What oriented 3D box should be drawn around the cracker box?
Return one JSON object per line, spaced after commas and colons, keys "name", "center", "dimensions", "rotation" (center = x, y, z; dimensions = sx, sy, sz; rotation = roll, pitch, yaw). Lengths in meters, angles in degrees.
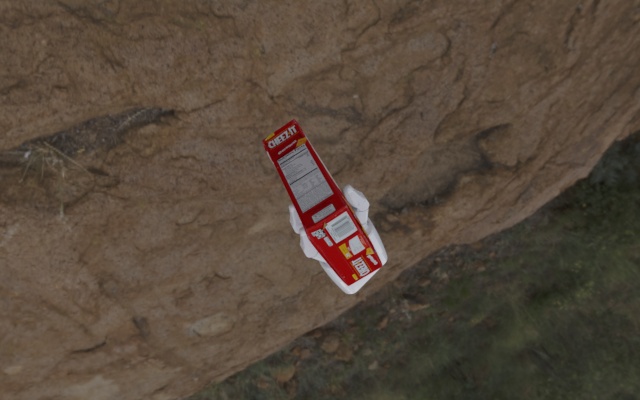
{"name": "cracker box", "center": [0.000, 0.002, 0.730], "dimensions": [0.072, 0.213, 0.164], "rotation": [-31, -43, 2]}
